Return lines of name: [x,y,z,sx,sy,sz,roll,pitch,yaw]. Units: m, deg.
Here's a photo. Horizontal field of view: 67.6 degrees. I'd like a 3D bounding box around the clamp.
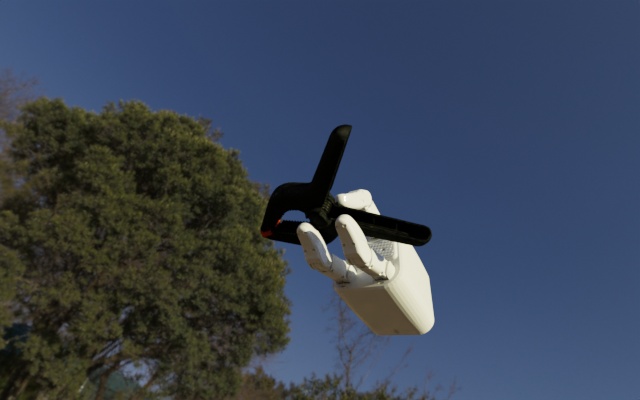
clamp: [0.000,0.002,0.545,0.210,0.165,0.036,-12,35,37]
